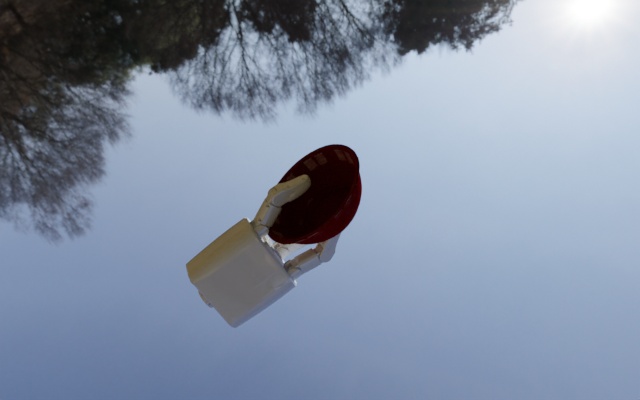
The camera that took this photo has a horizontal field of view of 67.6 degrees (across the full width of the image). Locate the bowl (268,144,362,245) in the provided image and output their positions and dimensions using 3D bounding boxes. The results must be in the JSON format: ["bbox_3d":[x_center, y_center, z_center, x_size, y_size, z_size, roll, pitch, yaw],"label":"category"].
[{"bbox_3d":[0.001,0.002,0.651,0.162,0.162,0.055,0,-34,47],"label":"bowl"}]
